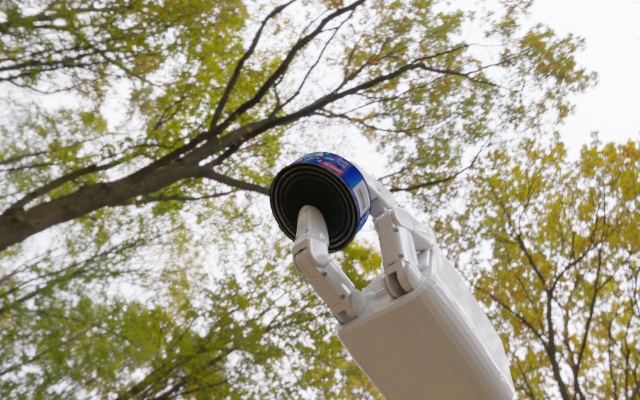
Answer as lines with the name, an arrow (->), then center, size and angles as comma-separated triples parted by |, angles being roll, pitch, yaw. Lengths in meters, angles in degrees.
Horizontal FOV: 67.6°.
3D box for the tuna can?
tuna can -> 0.000, 0.001, 0.416 | 0.086, 0.086, 0.033 | 0, 24, 30
